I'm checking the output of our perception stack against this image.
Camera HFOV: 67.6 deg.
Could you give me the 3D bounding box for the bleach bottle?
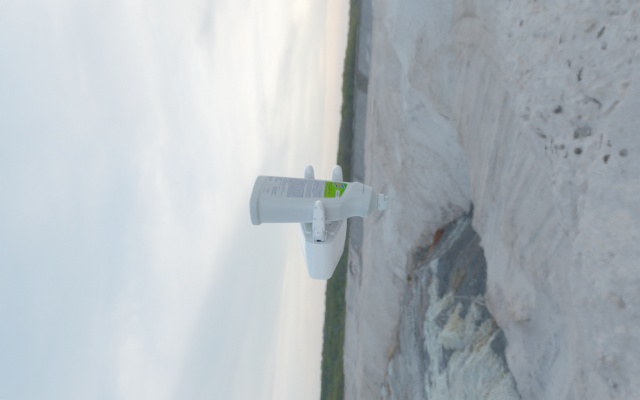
[{"bbox_3d":[0.000,0.003,0.894,0.251,0.068,0.102,3,39,3],"label":"bleach bottle"}]
